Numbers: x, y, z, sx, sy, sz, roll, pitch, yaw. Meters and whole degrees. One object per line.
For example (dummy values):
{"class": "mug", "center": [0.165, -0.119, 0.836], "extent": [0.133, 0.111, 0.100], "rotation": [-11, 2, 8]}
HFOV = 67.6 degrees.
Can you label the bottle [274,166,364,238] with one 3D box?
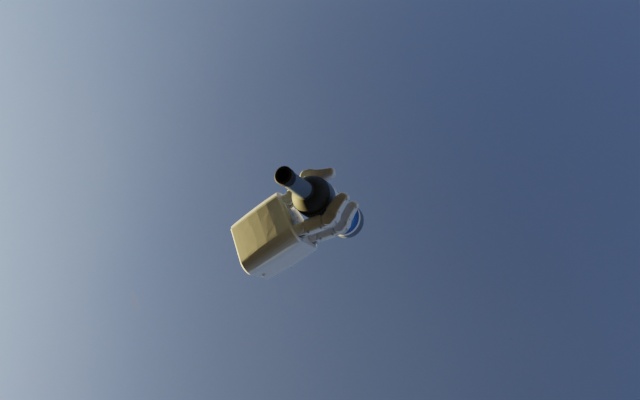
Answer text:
{"class": "bottle", "center": [0.000, 0.003, 0.799], "extent": [0.069, 0.069, 0.296], "rotation": [0, -15, 22]}
